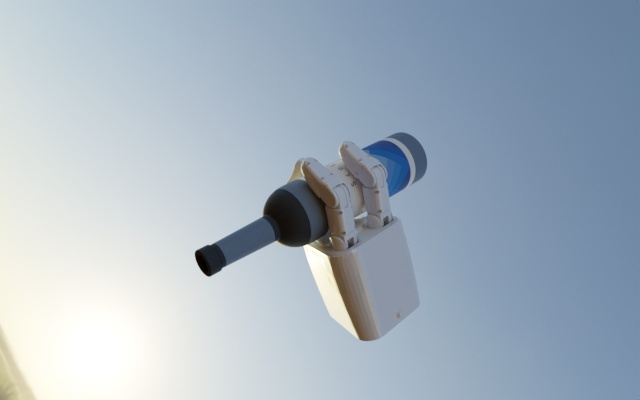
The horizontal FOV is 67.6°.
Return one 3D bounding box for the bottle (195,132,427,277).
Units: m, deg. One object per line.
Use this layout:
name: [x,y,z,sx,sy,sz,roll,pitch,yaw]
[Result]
bottle: [0.000,0.002,0.515,0.295,0.069,0.069,-28,17,-35]
